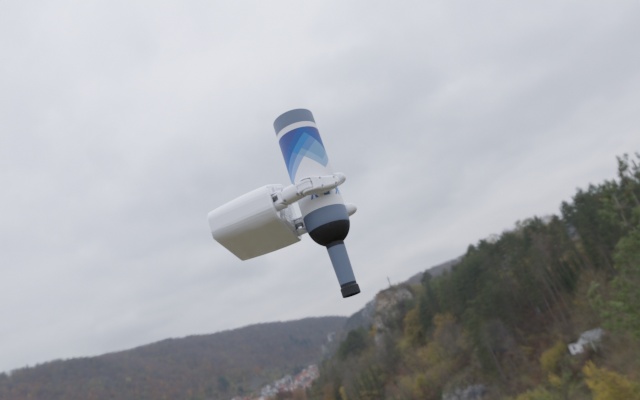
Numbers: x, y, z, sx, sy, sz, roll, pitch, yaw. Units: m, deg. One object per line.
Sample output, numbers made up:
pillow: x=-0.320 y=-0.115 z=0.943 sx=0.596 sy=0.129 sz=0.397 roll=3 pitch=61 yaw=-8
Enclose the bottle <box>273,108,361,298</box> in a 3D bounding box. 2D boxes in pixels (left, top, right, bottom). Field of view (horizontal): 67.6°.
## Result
bottle: x=0.000 y=0.002 z=0.724 sx=0.069 sy=0.295 sz=0.069 roll=-17 pitch=-18 yaw=-6
